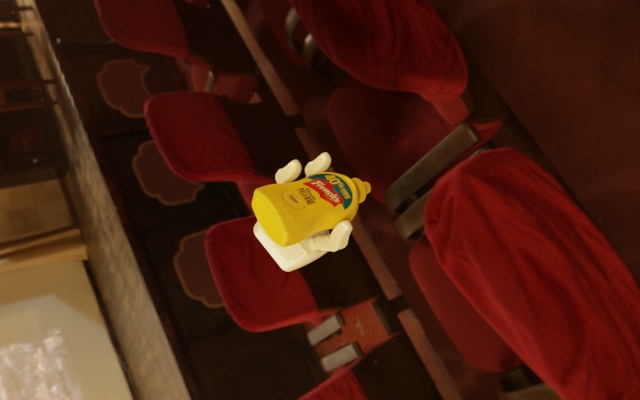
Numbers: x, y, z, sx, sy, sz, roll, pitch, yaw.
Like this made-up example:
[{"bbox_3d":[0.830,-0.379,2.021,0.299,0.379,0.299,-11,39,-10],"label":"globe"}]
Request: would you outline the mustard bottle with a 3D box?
[{"bbox_3d":[0.000,0.002,0.725,0.191,0.058,0.096,-17,53,-33],"label":"mustard bottle"}]
